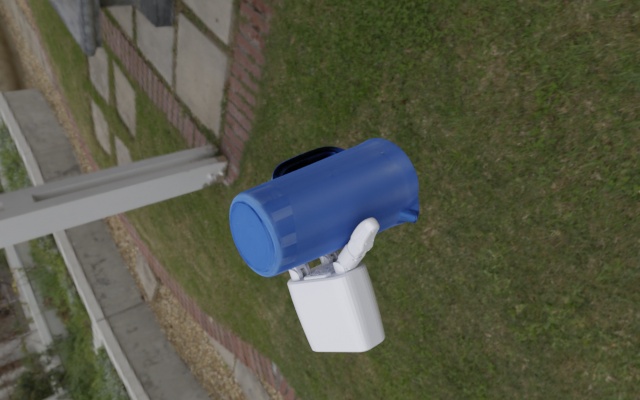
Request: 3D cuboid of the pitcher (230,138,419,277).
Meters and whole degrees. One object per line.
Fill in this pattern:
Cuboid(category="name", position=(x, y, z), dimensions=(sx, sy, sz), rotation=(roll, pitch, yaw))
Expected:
Cuboid(category="pitcher", position=(0.000, 0.002, 0.643), dimensions=(0.243, 0.145, 0.149), rotation=(-21, 5, -35))
